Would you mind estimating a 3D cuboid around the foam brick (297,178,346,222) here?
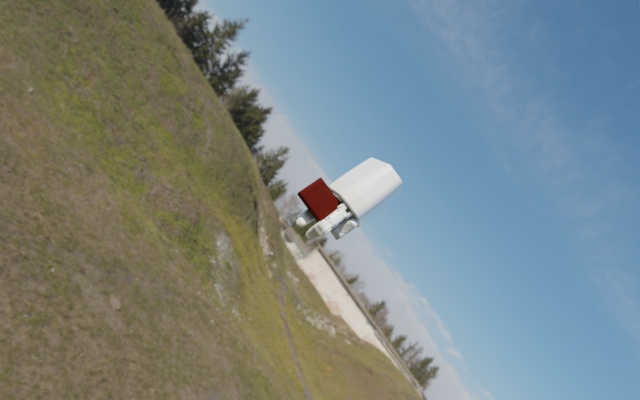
[{"bbox_3d":[0.000,0.003,0.879,0.051,0.078,0.053,-37,4,-5],"label":"foam brick"}]
